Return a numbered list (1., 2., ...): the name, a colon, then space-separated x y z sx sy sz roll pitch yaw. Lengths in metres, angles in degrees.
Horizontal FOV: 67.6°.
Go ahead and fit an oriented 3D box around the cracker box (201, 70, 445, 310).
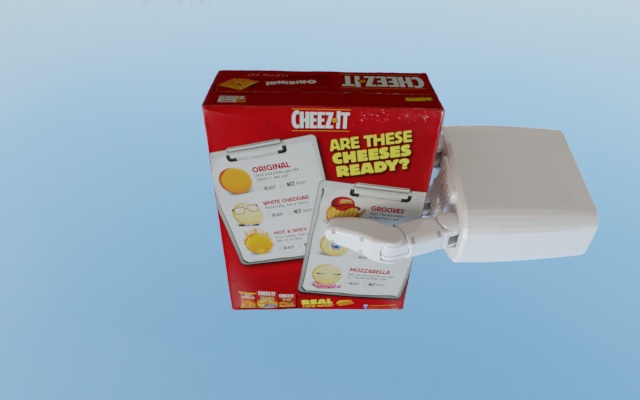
1. cracker box: 0.000 0.002 0.405 0.164 0.214 0.072 0 39 -1
